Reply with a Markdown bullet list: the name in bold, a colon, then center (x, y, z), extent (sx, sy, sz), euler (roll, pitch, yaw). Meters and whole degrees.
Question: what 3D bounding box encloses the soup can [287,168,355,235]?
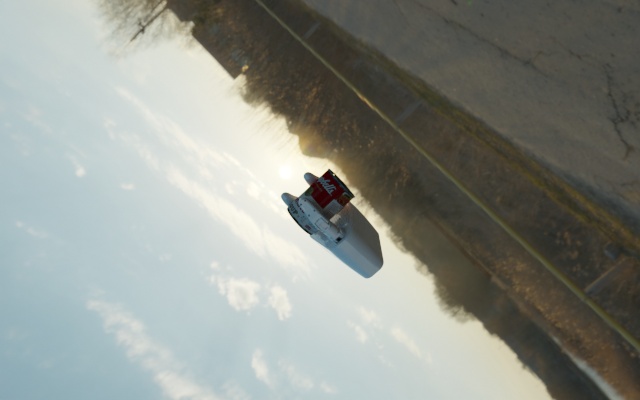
- **soup can**: center (0.000, 0.003, 0.831), extent (0.102, 0.068, 0.068), euler (-42, -7, 8)
